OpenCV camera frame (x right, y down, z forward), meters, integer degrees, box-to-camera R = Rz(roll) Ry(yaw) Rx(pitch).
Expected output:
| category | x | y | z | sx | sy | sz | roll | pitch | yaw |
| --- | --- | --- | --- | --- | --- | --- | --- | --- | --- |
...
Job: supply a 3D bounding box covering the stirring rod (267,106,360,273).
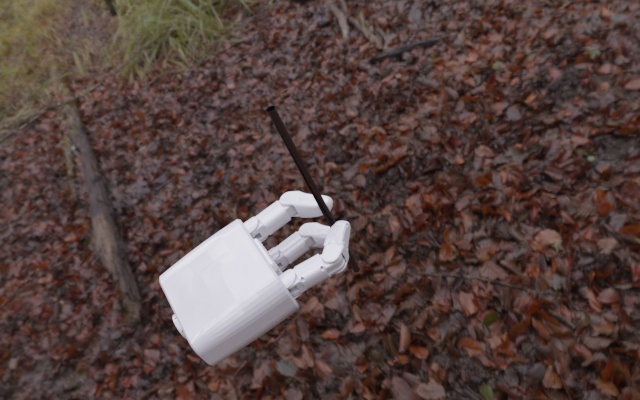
| category | x | y | z | sx | sy | sz | roll | pitch | yaw |
| --- | --- | --- | --- | --- | --- | --- | --- | --- | --- |
| stirring rod | 0.000 | 0.002 | 0.490 | 0.011 | 0.011 | 0.240 | 0 | -42 | 29 |
